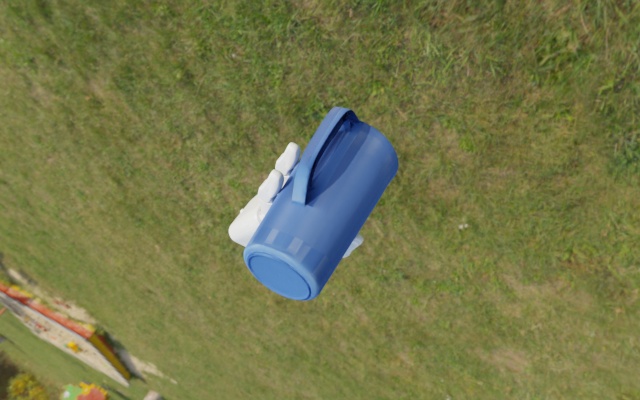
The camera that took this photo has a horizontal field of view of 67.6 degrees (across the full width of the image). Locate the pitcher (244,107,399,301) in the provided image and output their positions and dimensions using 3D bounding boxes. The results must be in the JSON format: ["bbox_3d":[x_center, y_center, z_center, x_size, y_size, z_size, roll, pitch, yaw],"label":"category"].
[{"bbox_3d":[0.000,0.002,0.641,0.149,0.242,0.145,43,-35,-15],"label":"pitcher"}]
